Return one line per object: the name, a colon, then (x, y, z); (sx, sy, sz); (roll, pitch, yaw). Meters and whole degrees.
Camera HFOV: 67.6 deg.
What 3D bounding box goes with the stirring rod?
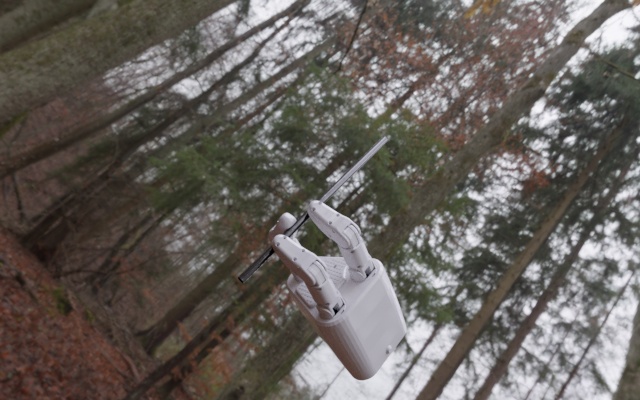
stirring rod: (0.000, 0.002, 0.512); (0.239, 0.011, 0.011); (-44, 24, -27)
